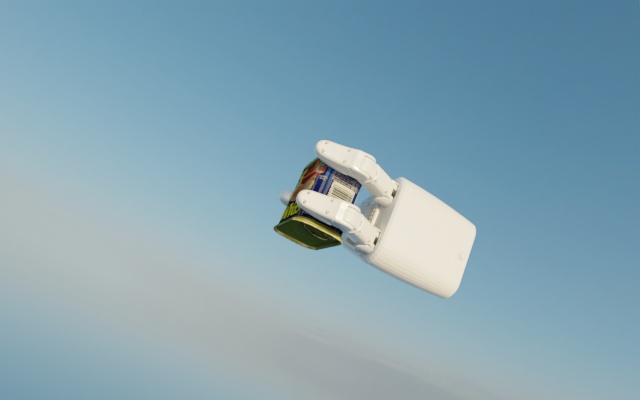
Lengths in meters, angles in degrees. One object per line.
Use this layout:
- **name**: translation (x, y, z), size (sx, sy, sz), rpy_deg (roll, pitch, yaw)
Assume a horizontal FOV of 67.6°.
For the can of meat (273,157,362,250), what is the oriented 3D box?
- **can of meat**: translation (0.000, 0.001, 0.514), size (0.057, 0.084, 0.102), rpy_deg (28, -18, -14)
